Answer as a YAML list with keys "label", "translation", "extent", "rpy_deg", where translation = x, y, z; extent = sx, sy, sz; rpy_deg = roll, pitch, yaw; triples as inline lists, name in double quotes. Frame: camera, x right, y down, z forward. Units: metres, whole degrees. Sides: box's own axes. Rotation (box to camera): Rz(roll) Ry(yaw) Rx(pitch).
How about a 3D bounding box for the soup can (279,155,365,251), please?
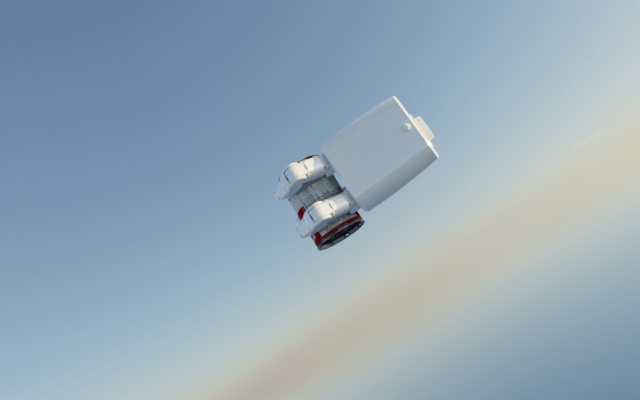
- label: "soup can"
  translation: [0.000, 0.002, 0.599]
  extent: [0.068, 0.102, 0.068]
  rpy_deg: [-30, -15, -9]
